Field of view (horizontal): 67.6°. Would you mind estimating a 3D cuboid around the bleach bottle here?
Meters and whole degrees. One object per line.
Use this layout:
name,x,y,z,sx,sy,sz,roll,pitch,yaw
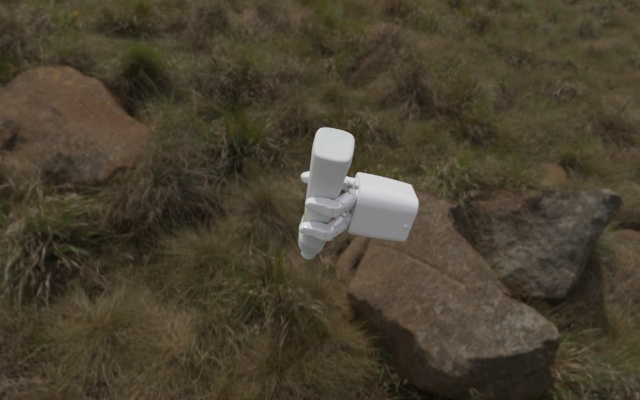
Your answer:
bleach bottle,0.000,0.003,0.855,0.068,0.251,0.102,12,38,-1
